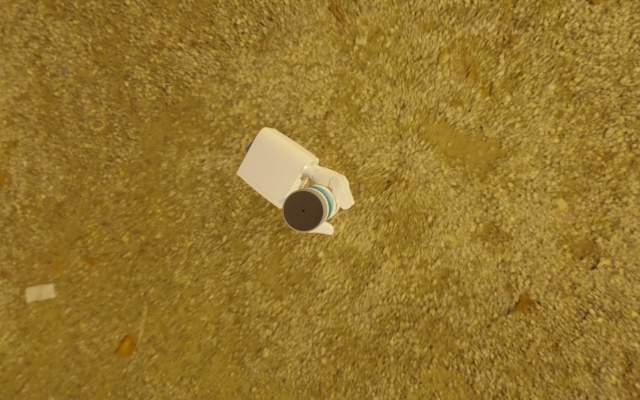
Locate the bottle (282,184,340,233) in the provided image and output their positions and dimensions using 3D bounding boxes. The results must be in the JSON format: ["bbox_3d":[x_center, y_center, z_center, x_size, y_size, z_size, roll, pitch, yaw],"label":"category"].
[{"bbox_3d":[0.000,0.003,0.865,0.069,0.069,0.295,0,5,10],"label":"bottle"}]
